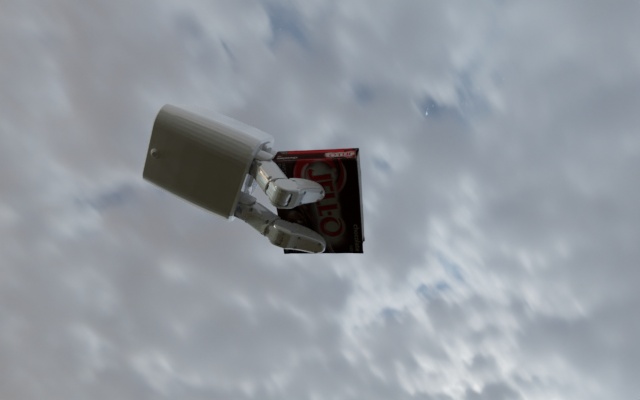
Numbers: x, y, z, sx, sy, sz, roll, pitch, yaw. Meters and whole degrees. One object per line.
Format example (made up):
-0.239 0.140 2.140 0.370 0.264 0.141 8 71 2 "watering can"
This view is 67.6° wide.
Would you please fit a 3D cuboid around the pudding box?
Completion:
0.000 0.002 0.512 0.090 0.113 0.039 -1 27 12 "pudding box"
